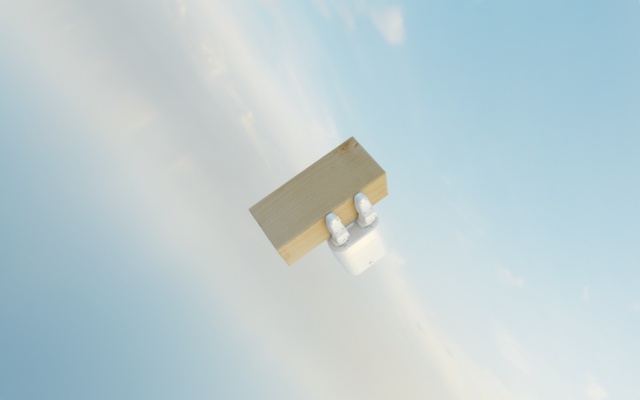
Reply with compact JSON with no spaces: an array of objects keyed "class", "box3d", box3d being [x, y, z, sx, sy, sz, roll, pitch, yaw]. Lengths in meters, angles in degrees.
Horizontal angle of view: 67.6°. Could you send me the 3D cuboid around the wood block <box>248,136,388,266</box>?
[{"class":"wood block","box3d":[0.000,0.002,0.782,0.206,0.090,0.090,-36,-26,-6]}]
